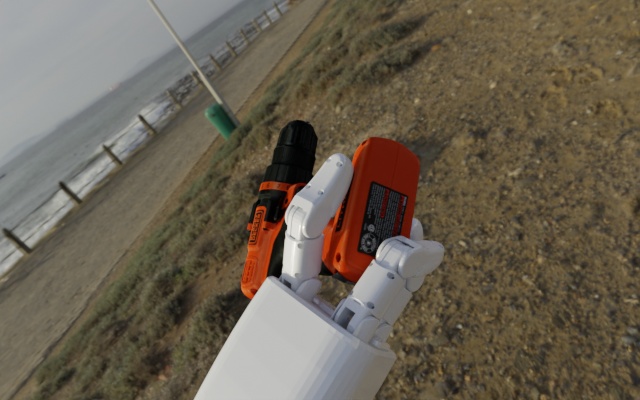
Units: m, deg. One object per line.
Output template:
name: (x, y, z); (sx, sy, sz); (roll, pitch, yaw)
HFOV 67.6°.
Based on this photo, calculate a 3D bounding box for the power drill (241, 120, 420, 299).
power drill: (0.000, 0.002, 0.410); (0.057, 0.184, 0.187); (17, -14, -28)
